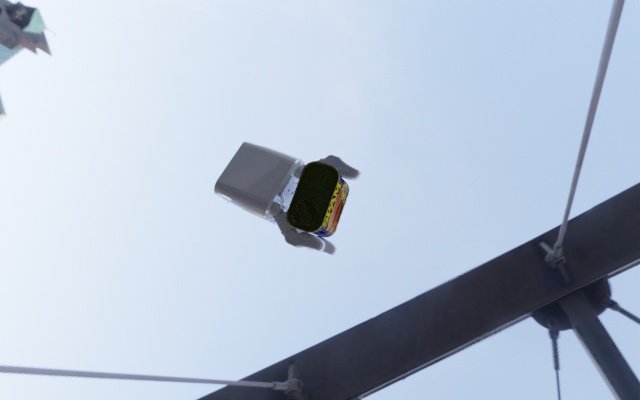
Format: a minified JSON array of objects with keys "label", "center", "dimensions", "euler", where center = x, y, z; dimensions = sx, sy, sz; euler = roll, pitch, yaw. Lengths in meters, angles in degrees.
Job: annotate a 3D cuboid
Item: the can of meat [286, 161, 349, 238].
[{"label":"can of meat","center":[0.000,0.002,0.716],"dimensions":[0.057,0.102,0.084],"euler":[18,-6,19]}]
